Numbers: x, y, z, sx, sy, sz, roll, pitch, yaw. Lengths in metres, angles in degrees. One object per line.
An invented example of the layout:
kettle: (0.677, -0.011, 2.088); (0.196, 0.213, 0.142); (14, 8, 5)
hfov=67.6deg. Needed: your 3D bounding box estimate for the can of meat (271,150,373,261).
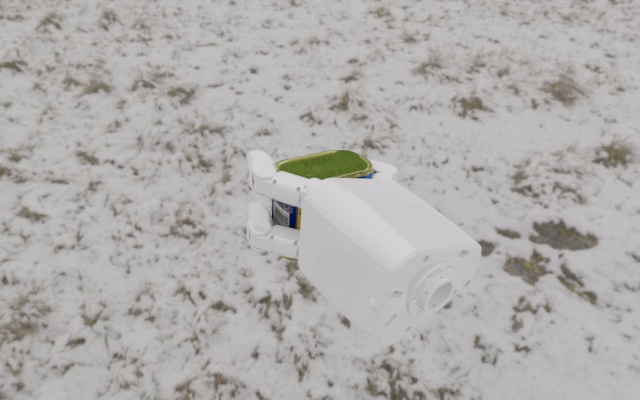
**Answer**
can of meat: (0.000, 0.001, 0.473); (0.102, 0.084, 0.057); (-15, 38, -29)
